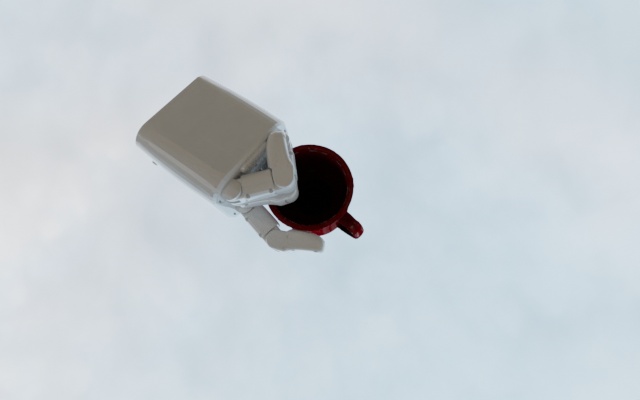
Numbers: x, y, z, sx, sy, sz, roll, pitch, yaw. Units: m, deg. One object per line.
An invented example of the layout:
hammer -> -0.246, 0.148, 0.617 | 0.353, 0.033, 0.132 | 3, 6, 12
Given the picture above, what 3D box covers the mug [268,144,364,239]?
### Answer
mug -> 0.001, 0.003, 0.529 | 0.117, 0.093, 0.081 | 36, -8, 11
